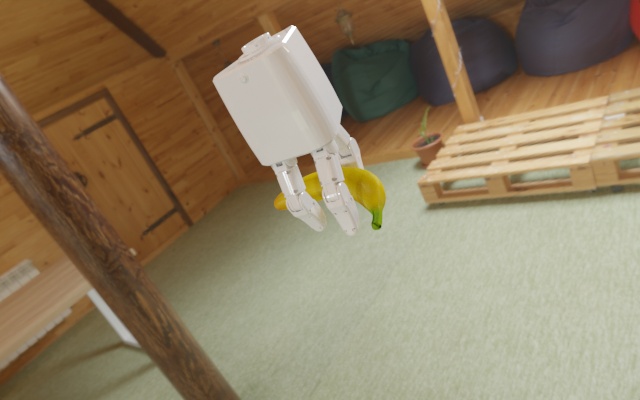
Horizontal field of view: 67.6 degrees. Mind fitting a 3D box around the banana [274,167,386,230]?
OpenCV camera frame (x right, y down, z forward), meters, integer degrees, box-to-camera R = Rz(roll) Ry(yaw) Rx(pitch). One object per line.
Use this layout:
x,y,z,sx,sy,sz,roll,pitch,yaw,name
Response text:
0.013,-0.011,0.577,0.069,0.037,0.198,-49,30,-23,banana
